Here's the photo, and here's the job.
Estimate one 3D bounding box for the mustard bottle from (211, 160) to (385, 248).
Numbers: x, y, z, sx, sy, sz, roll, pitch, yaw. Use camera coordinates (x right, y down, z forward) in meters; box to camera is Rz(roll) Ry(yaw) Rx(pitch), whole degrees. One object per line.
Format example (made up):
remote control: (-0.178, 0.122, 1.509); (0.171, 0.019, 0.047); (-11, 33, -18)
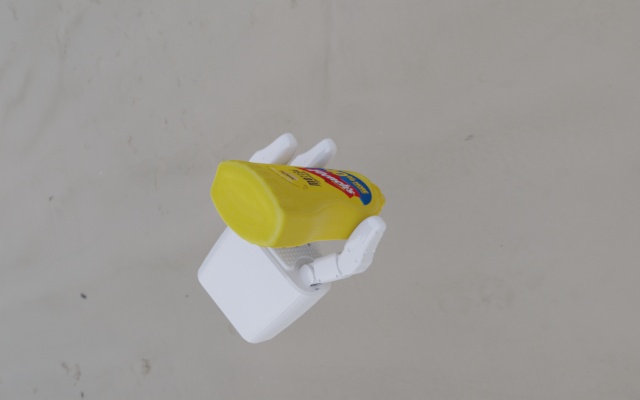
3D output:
mustard bottle: (0.000, 0.001, 0.452); (0.191, 0.058, 0.096); (0, 27, -48)
